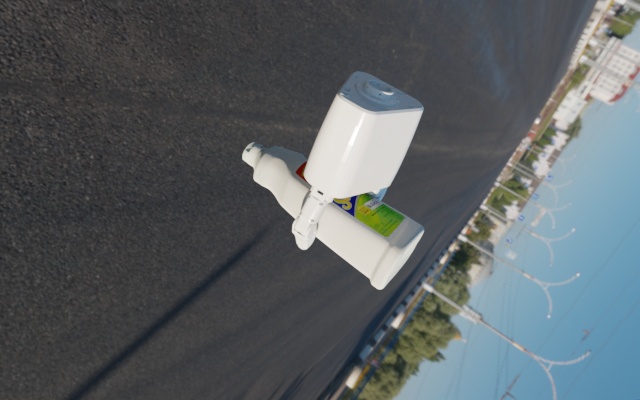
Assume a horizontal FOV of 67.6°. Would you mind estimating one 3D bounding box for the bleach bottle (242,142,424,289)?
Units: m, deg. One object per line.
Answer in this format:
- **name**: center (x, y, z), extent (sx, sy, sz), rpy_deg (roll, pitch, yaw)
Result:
- **bleach bottle**: center (0.000, 0.002, 0.601), extent (0.251, 0.068, 0.102), rpy_deg (33, 33, 17)
